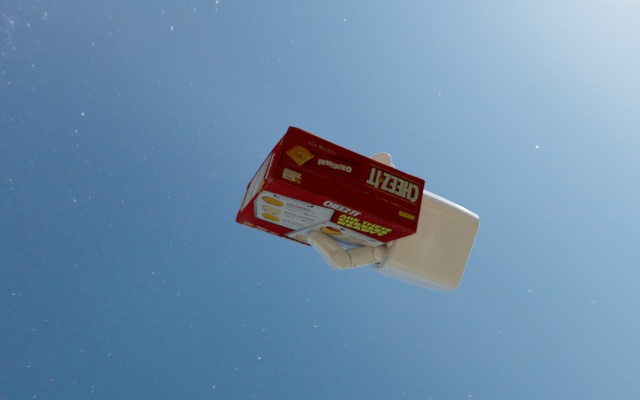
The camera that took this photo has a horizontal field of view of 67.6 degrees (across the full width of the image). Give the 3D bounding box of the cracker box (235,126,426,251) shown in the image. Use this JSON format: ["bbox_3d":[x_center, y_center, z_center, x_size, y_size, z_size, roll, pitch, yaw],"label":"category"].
[{"bbox_3d":[0.000,0.002,0.580,0.164,0.072,0.214,20,-19,-14],"label":"cracker box"}]
